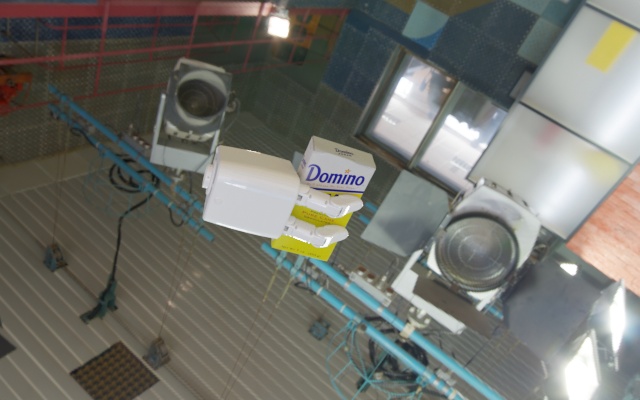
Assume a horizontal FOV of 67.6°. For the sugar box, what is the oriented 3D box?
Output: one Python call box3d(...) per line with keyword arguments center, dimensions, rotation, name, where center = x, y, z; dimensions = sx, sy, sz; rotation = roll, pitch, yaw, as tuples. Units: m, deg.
box3d(center=(0.000, 0.003, 0.685), dimensions=(0.093, 0.176, 0.048), rotation=(15, 34, -16), name="sugar box")
